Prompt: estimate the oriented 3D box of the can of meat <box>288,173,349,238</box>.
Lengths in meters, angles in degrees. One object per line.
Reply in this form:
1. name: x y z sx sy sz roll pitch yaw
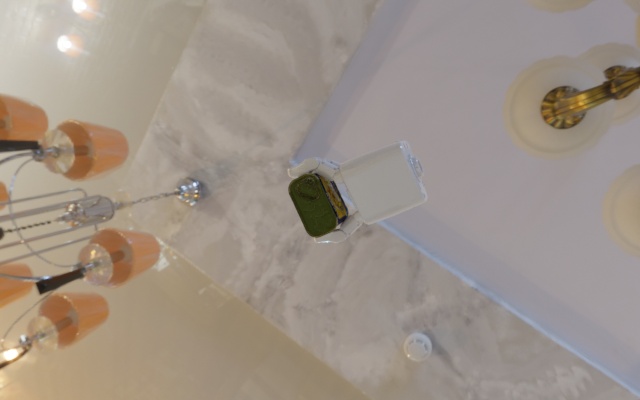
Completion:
1. can of meat: 0.000 0.003 0.798 0.057 0.102 0.084 -25 0 20
